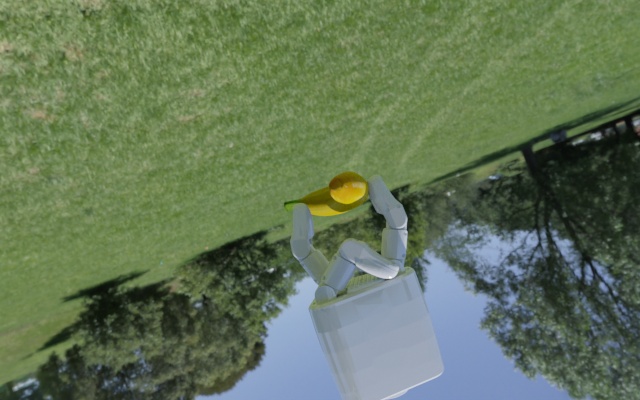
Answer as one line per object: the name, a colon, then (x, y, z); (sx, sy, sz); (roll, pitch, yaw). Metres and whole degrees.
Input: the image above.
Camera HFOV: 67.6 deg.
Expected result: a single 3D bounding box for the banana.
banana: (0.016, -0.003, 0.527); (0.069, 0.037, 0.198); (-17, -3, -19)
